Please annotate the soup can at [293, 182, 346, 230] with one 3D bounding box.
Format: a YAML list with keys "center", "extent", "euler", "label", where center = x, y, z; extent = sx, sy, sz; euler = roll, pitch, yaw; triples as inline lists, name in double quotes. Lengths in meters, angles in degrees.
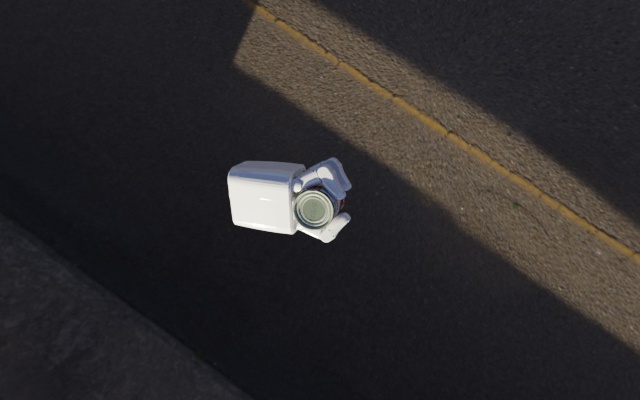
- center: [0.001, 0.003, 0.777]
  extent: [0.068, 0.068, 0.102]
  euler: [0, 14, 14]
  label: "soup can"
